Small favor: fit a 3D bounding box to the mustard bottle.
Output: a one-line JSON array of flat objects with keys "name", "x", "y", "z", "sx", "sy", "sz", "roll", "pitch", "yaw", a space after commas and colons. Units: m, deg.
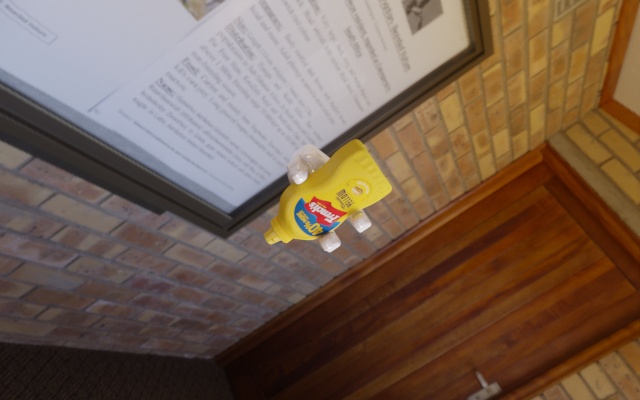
[{"name": "mustard bottle", "x": 0.000, "y": 0.002, "z": 0.681, "sx": 0.191, "sy": 0.058, "sz": 0.096, "roll": -34, "pitch": -50, "yaw": 8}]
